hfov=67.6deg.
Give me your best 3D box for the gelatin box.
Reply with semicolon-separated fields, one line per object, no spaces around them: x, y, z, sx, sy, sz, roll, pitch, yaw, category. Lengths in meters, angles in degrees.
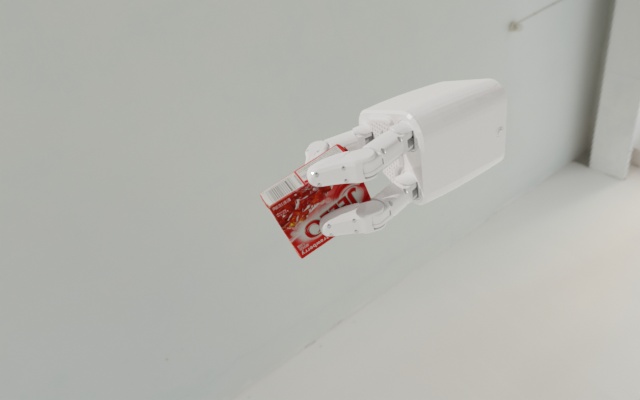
0.000;0.001;0.445;0.089;0.073;0.030;-33;39;-5;gelatin box
